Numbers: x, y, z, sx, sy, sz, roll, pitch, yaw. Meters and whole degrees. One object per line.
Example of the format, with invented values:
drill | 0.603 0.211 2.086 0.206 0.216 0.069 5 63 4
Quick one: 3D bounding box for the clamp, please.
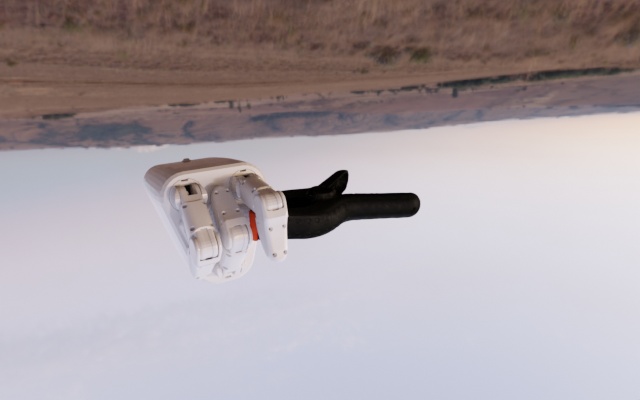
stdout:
clamp | 0.000 0.002 0.479 0.171 0.039 0.120 -8 16 -29
